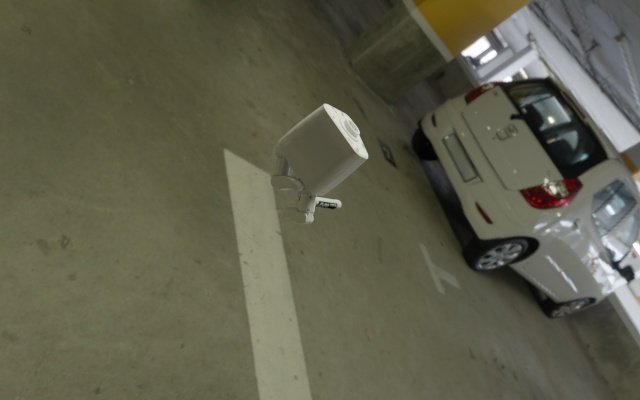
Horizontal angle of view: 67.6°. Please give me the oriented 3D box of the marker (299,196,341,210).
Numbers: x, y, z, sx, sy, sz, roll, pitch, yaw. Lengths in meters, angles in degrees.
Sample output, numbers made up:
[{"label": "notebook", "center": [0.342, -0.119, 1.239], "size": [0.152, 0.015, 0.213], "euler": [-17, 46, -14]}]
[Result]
[{"label": "marker", "center": [0.000, 0.003, 0.862], "size": [0.020, 0.020, 0.121], "euler": [0, -5, 32]}]
